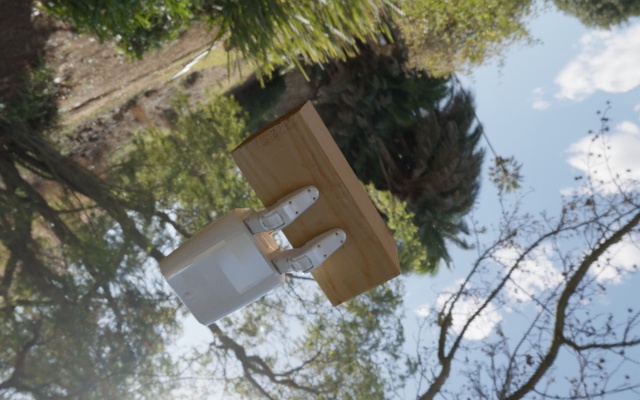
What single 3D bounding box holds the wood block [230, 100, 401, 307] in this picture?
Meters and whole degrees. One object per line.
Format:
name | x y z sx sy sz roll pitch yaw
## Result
wood block | 0.000 0.002 0.543 0.090 0.206 0.090 -29 15 13
